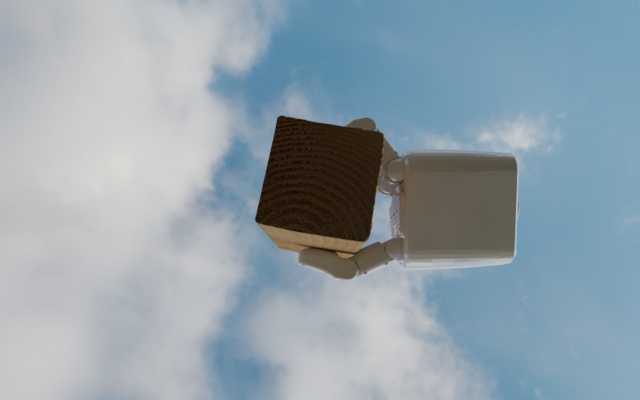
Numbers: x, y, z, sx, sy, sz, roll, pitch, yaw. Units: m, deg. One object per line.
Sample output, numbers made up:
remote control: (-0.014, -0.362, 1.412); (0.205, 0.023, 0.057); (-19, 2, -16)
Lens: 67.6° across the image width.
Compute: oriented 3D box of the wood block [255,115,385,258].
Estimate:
wood block: (0.000, 0.002, 0.468); (0.090, 0.091, 0.206); (10, -11, 2)
